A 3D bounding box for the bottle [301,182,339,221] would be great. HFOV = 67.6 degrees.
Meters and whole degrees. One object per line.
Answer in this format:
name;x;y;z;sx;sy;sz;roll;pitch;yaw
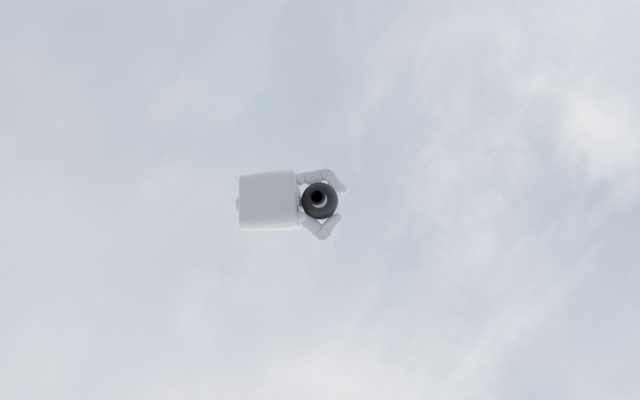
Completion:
bottle;0.000;0.003;0.883;0.069;0.069;0.296;0;-4;2
